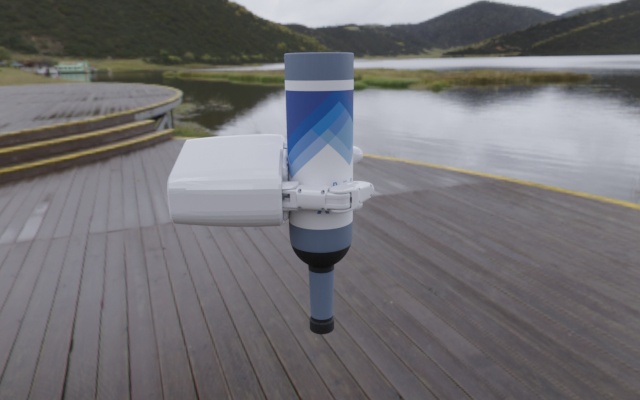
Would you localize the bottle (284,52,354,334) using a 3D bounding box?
[{"bbox_3d":[0.000,0.001,0.495,0.069,0.296,0.069,-1,16,0],"label":"bottle"}]
